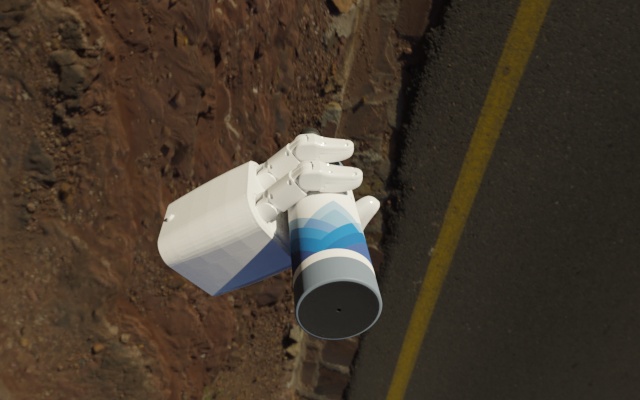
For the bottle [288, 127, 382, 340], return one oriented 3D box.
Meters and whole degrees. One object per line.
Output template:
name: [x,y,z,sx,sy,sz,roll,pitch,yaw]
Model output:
bottle: [0.000,0.002,0.480,0.069,0.069,0.295,0,34,-6]
